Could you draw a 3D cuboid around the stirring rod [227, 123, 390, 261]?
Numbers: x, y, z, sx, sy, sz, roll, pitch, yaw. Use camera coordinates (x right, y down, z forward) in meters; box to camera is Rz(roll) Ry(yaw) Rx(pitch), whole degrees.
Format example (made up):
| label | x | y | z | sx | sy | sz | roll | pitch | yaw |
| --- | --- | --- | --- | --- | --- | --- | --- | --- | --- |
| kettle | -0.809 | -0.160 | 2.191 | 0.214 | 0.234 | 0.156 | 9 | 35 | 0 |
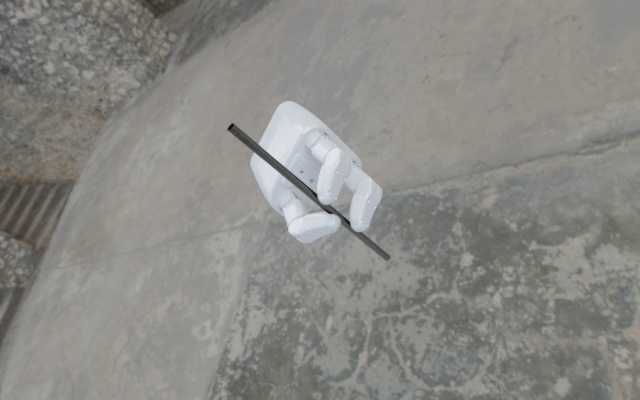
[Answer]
| label | x | y | z | sx | sy | sz | roll | pitch | yaw |
| --- | --- | --- | --- | --- | --- | --- | --- | --- | --- |
| stirring rod | 0.000 | 0.002 | 0.470 | 0.011 | 0.011 | 0.240 | 0 | -32 | 47 |
